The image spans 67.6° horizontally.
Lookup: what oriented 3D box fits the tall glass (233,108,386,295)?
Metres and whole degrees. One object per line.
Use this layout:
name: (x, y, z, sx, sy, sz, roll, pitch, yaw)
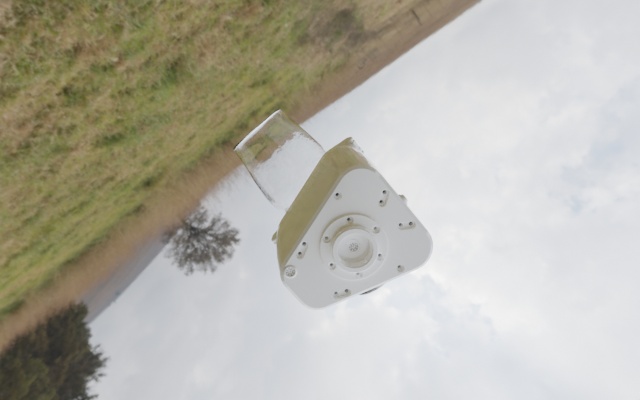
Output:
tall glass: (0.000, 0.002, 0.494, 0.079, 0.201, 0.079, -39, 12, 10)
